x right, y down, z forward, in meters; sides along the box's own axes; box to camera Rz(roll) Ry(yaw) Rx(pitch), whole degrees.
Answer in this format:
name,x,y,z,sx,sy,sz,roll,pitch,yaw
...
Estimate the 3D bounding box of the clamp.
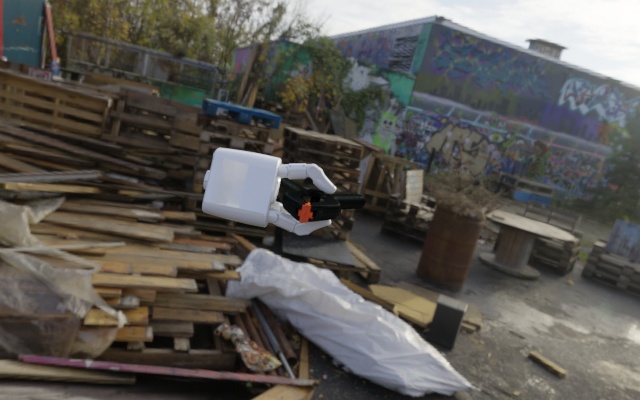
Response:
name,x,y,z,sx,sy,sz,roll,pitch,yaw
clamp,0.000,0.002,0.785,0.164,0.036,0.210,10,11,-2
